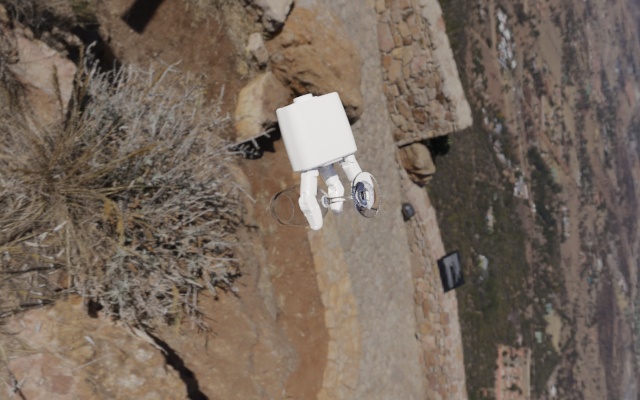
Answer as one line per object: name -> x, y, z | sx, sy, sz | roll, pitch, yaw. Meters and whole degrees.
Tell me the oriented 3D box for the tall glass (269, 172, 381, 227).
tall glass -> 0.001, 0.003, 0.822 | 0.201, 0.079, 0.079 | -10, -7, 41
